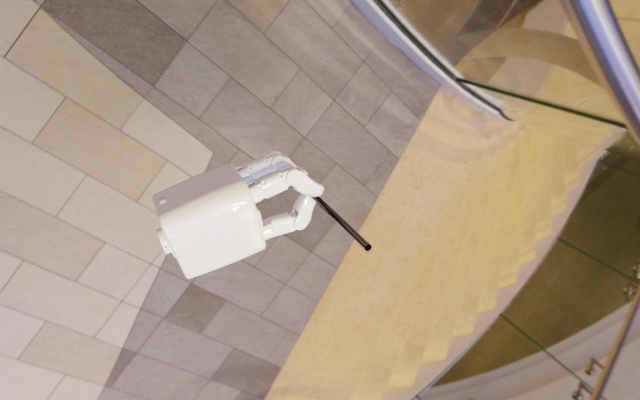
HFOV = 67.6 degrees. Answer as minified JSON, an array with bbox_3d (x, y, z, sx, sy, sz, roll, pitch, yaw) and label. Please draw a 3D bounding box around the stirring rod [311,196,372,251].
[{"bbox_3d":[0.000,0.002,0.588,0.011,0.011,0.239,0,23,-26],"label":"stirring rod"}]
